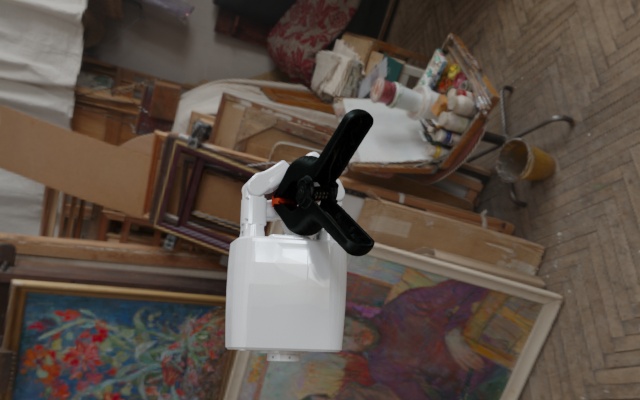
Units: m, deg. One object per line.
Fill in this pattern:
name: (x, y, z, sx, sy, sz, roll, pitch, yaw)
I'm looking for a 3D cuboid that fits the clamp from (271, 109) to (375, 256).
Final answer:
clamp: (-0.001, 0.001, 0.445, 0.039, 0.120, 0.171, 10, -20, -24)
